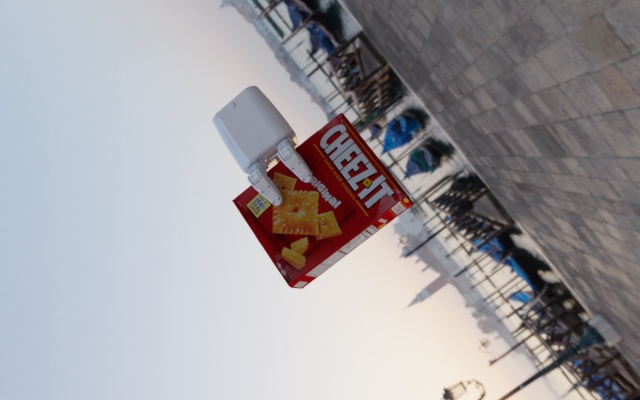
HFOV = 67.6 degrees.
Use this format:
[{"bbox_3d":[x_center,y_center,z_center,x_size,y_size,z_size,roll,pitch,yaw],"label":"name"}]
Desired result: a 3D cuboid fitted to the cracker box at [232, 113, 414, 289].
[{"bbox_3d":[0.000,0.002,0.706,0.214,0.164,0.072,-38,-19,8],"label":"cracker box"}]
